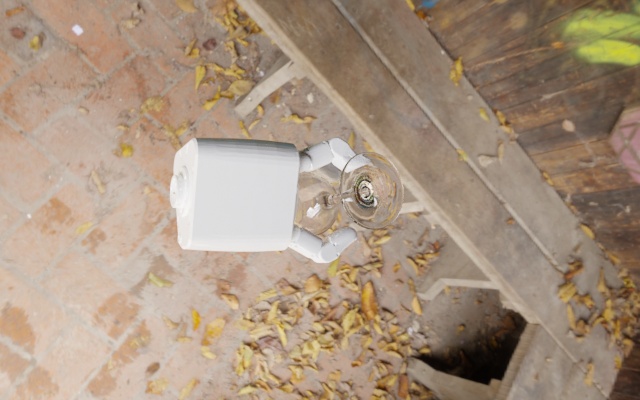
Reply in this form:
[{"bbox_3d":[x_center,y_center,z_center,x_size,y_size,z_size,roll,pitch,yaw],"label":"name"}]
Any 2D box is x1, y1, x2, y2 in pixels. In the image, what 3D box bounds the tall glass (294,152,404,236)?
[{"bbox_3d":[0.001,0.002,0.535,0.079,0.079,0.201,0,-7,-30],"label":"tall glass"}]
